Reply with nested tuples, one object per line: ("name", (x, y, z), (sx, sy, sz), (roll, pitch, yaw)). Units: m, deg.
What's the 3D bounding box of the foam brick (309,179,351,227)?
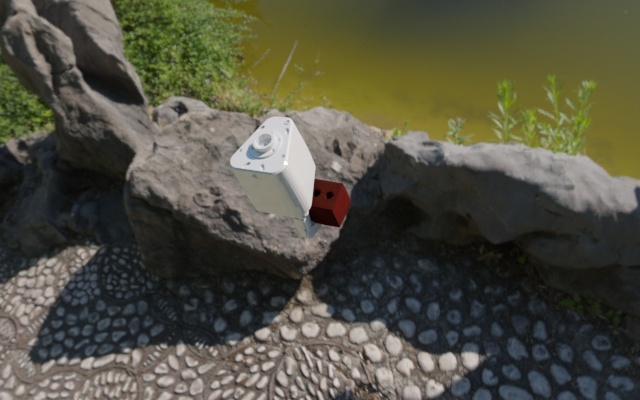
("foam brick", (0.000, 0.002, 0.758), (0.078, 0.053, 0.051), (10, -32, 25))
